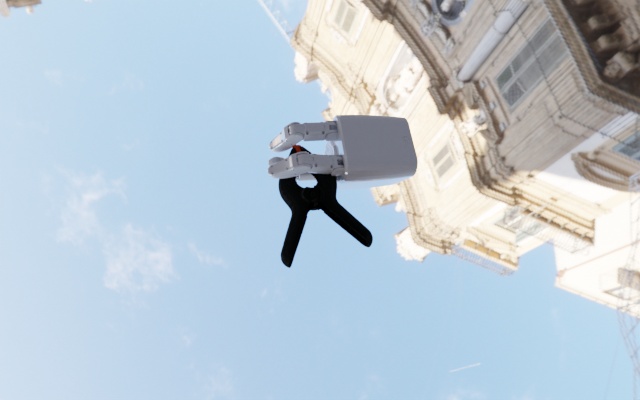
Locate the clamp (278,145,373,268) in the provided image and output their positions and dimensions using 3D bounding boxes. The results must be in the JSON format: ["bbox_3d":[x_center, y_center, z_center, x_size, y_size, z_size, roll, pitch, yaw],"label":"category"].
[{"bbox_3d":[0.000,0.002,0.637,0.120,0.171,0.039,-3,-23,-12],"label":"clamp"}]
